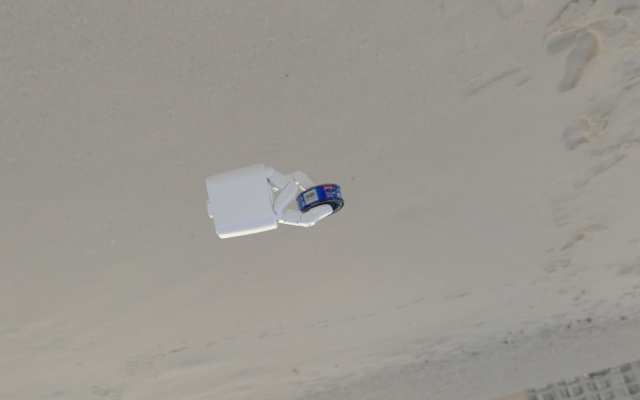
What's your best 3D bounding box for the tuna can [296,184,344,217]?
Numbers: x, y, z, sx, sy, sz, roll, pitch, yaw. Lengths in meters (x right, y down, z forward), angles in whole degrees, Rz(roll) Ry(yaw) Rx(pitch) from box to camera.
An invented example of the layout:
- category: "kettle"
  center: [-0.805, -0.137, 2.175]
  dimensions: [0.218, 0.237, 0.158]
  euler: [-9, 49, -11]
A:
- category: "tuna can"
  center: [0.000, 0.003, 0.883]
  dimensions: [0.086, 0.033, 0.086]
  euler: [-14, -21, -6]
